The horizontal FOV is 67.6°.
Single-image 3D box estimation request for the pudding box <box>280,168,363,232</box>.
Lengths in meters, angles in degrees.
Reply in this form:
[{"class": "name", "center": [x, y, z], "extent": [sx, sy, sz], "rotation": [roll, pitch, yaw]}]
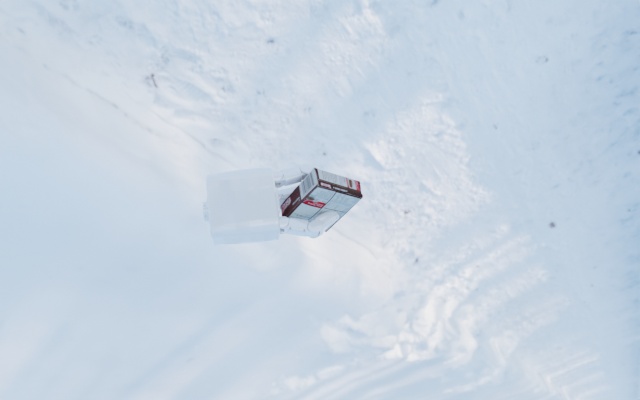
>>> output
[{"class": "pudding box", "center": [0.000, 0.003, 0.778], "extent": [0.090, 0.039, 0.113], "rotation": [14, -40, -31]}]
